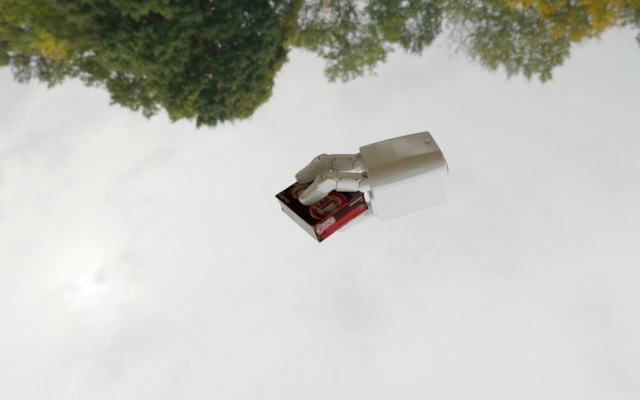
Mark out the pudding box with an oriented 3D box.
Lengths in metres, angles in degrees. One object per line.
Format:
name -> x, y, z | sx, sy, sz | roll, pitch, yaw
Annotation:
pudding box -> 0.000, 0.002, 0.691 | 0.090, 0.039, 0.113 | -34, 36, -18
